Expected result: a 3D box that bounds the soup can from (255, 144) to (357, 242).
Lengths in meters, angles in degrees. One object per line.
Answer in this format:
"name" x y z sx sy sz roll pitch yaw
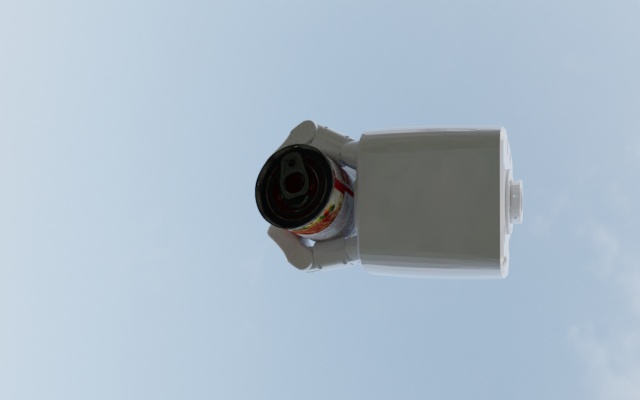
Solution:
"soup can" 0.000 0.002 0.405 0.068 0.068 0.102 0 -15 26
